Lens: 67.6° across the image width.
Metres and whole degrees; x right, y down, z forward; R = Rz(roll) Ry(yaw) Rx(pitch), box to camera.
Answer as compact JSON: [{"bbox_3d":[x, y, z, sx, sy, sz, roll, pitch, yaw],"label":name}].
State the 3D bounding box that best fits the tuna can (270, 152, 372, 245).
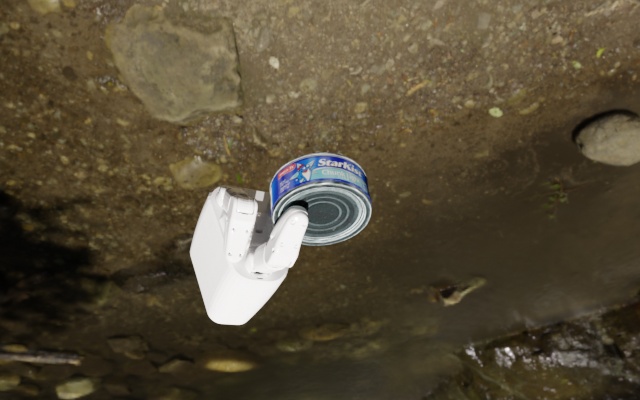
[{"bbox_3d":[0.000,0.002,0.406,0.086,0.033,0.086,-4,-40,-3],"label":"tuna can"}]
